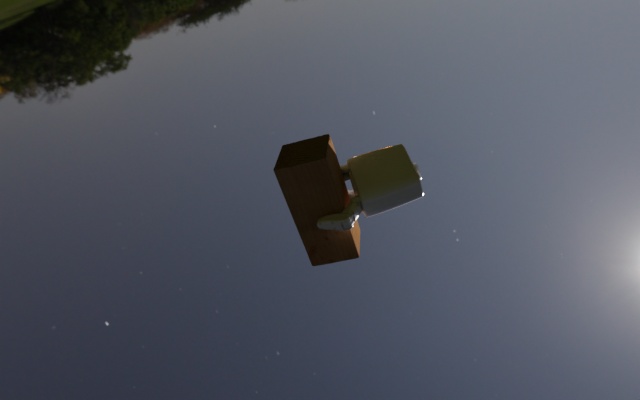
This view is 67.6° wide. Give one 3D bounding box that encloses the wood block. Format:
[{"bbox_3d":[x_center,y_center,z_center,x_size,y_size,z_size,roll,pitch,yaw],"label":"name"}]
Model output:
[{"bbox_3d":[0.001,0.003,0.833,0.090,0.206,0.090,-12,31,14],"label":"wood block"}]
